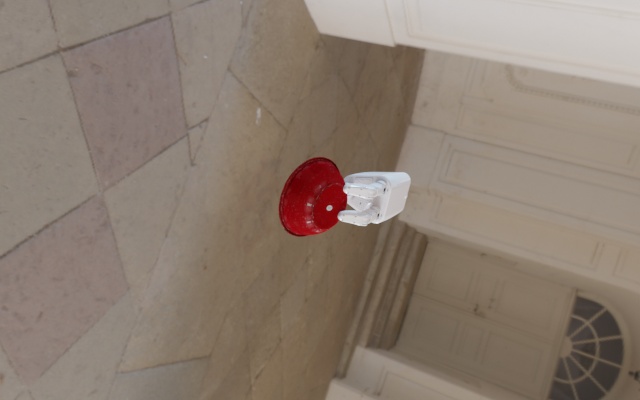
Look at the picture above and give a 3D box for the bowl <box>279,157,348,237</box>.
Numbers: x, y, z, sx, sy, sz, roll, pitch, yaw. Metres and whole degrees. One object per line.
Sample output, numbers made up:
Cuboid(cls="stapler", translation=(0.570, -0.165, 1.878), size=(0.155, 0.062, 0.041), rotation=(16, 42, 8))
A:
Cuboid(cls="bowl", translation=(-0.001, 0.004, 0.894), size=(0.162, 0.162, 0.055), rotation=(0, 20, -46))
